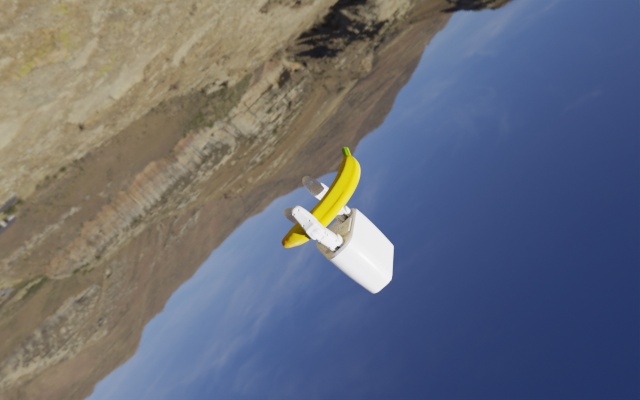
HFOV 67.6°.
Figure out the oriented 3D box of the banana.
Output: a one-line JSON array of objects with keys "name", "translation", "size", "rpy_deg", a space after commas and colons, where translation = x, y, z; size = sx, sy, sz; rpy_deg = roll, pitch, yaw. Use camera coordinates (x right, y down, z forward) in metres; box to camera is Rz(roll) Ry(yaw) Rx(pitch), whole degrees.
[{"name": "banana", "translation": [0.010, 0.003, 0.776], "size": [0.037, 0.198, 0.069], "rpy_deg": [38, -7, -26]}]
